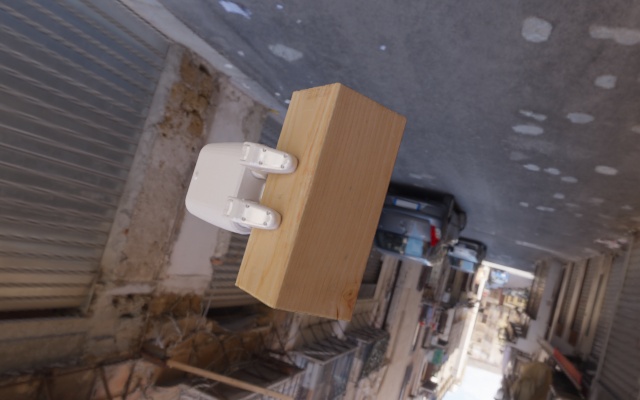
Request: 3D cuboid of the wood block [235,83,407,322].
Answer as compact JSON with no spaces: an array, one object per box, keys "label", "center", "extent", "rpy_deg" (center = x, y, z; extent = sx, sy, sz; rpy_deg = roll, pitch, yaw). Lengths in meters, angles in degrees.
[{"label":"wood block","center":[0.000,0.002,0.475],"extent":[0.091,0.206,0.090],"rpy_deg":[19,-5,-33]}]
